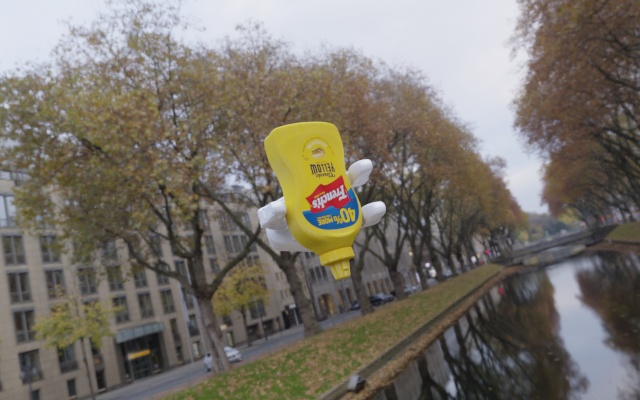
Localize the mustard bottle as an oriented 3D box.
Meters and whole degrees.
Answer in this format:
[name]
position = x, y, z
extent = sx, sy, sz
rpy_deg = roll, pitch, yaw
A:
[mustard bottle]
position = 0.000, 0.002, 0.581
extent = 0.096, 0.191, 0.058
rpy_deg = -9, -14, -33
